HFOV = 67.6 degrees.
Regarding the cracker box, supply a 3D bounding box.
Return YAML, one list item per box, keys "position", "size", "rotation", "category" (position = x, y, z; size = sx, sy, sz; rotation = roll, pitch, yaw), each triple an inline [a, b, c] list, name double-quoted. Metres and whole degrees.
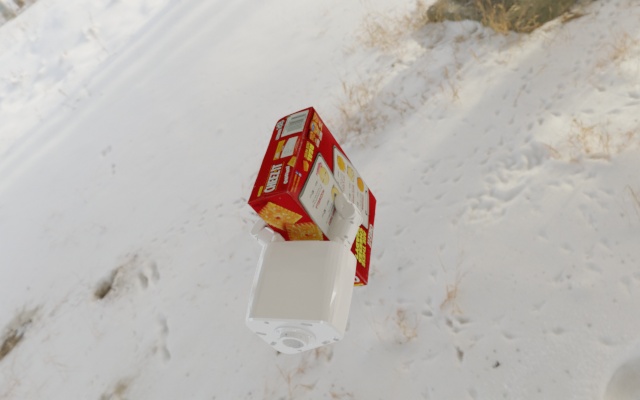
- position: [0.000, 0.002, 0.682]
  size: [0.072, 0.164, 0.214]
  rotation: [-14, -46, 28]
  category: "cracker box"
